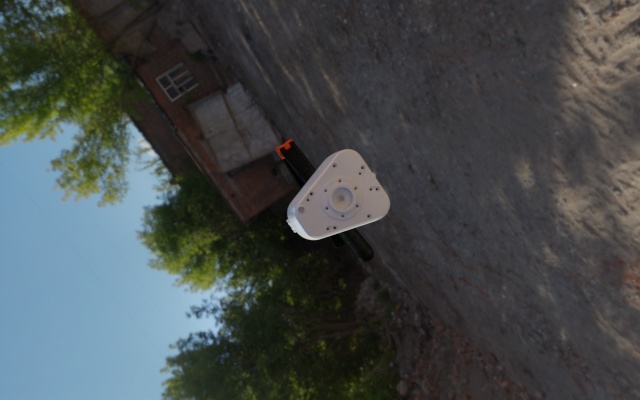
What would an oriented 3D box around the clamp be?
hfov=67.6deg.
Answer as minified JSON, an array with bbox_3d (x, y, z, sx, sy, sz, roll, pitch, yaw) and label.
[{"bbox_3d":[-0.001,0.002,0.743,0.036,0.210,0.164,-35,2,-9],"label":"clamp"}]
